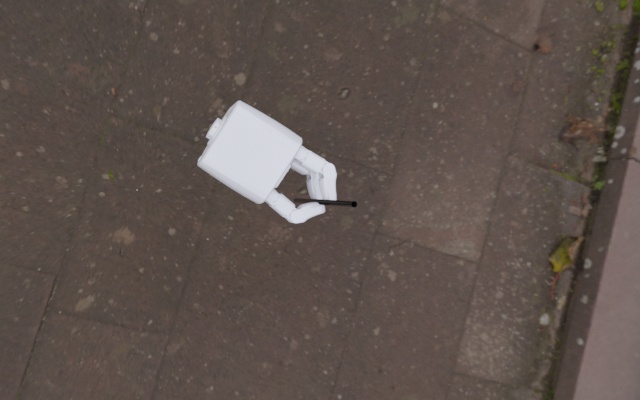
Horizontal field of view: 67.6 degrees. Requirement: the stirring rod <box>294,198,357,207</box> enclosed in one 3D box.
[{"bbox_3d":[0.000,0.002,0.720,0.011,0.011,0.239,0,1,-21],"label":"stirring rod"}]
